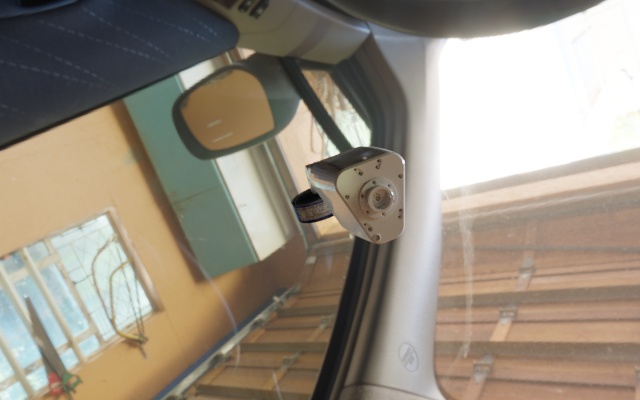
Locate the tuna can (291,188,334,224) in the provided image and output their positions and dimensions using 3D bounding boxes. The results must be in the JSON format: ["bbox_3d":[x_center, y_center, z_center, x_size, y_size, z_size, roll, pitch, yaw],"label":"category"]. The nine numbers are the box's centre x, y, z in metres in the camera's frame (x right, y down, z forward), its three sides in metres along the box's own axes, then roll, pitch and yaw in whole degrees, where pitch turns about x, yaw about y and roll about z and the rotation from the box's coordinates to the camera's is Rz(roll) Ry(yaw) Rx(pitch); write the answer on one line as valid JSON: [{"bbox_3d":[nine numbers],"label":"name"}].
[{"bbox_3d":[0.000,0.003,0.742,0.086,0.034,0.086,-19,16,6],"label":"tuna can"}]
